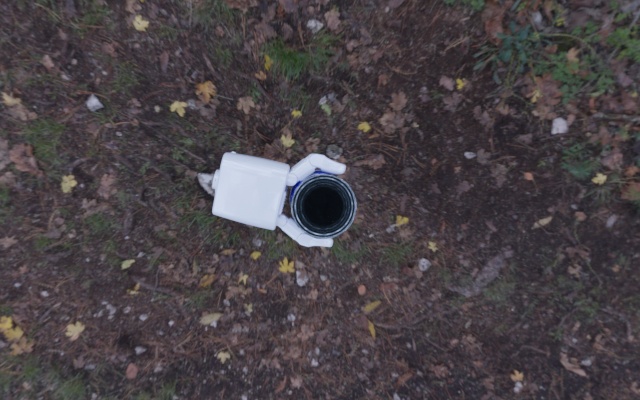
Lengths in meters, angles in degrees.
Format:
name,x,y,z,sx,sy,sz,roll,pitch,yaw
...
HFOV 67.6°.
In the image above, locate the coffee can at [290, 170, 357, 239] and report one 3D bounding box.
name,x,y,z,sx,sy,sz,roll,pitch,yaw
coffee can,0.000,0.003,0.805,0.103,0.103,0.140,0,6,-4
